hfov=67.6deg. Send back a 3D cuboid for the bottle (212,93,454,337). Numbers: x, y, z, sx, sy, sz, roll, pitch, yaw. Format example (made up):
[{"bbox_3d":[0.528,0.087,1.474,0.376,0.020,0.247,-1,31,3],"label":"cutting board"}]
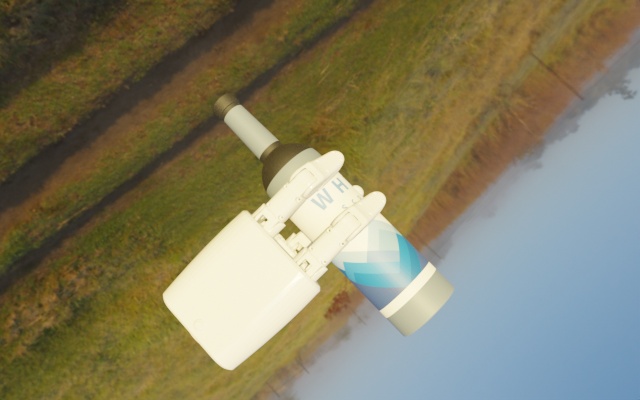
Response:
[{"bbox_3d":[0.000,0.002,0.472,0.069,0.295,0.069,-43,-9,-9],"label":"bottle"}]
